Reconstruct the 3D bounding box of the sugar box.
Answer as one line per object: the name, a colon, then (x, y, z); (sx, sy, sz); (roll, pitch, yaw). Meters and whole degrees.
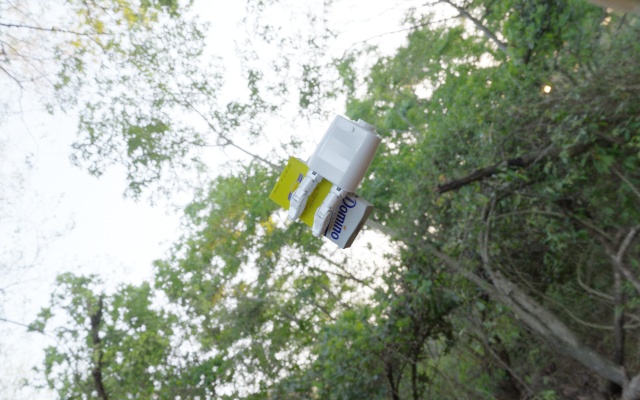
sugar box: (0.000, 0.003, 0.870); (0.176, 0.093, 0.048); (34, 13, 22)
